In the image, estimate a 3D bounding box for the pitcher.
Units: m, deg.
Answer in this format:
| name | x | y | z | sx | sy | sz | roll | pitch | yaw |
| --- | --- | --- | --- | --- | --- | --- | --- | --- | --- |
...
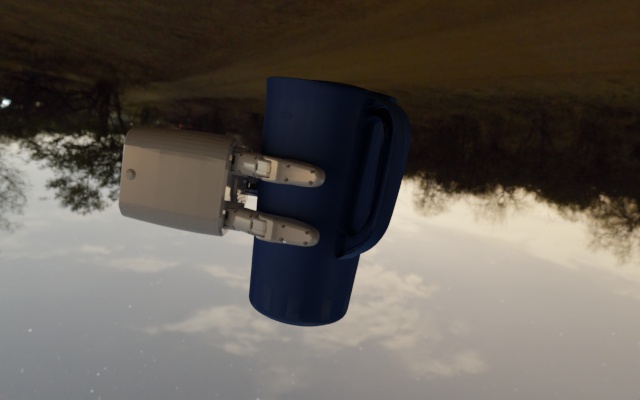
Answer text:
| name | x | y | z | sx | sy | sz | roll | pitch | yaw |
| --- | --- | --- | --- | --- | --- | --- | --- | --- | --- |
| pitcher | 0.000 | 0.002 | 0.490 | 0.145 | 0.243 | 0.149 | 9 | 8 | 3 |
